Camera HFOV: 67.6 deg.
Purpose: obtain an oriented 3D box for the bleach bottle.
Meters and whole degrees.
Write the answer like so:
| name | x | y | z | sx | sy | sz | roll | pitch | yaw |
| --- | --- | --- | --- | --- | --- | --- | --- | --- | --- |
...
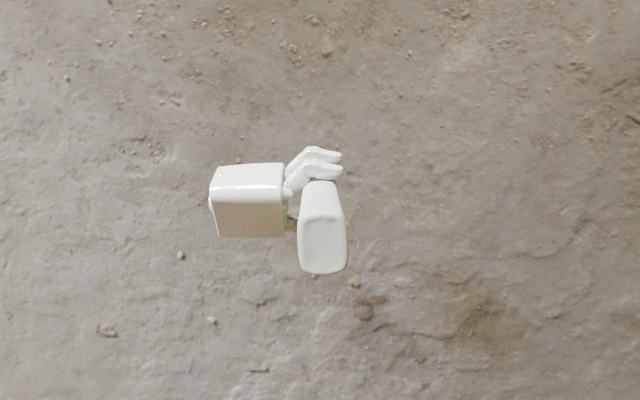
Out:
| name | x | y | z | sx | sy | sz | roll | pitch | yaw |
| --- | --- | --- | --- | --- | --- | --- | --- | --- | --- |
| bleach bottle | 0.000 | 0.002 | 0.739 | 0.068 | 0.103 | 0.250 | -3 | 26 | 0 |
